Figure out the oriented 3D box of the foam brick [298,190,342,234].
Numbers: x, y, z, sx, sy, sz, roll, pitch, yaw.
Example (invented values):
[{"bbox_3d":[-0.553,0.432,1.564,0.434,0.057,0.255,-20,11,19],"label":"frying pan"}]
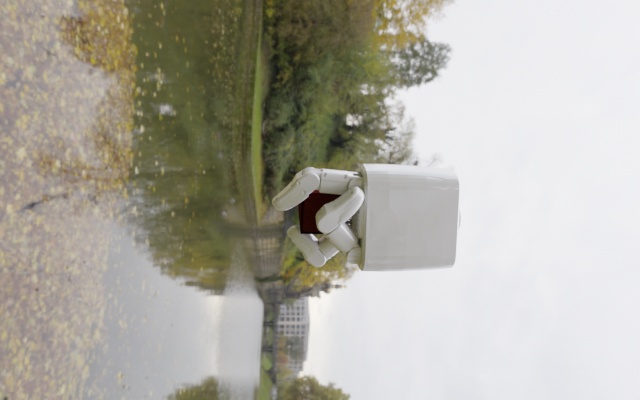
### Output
[{"bbox_3d":[0.000,0.002,0.574,0.051,0.053,0.078,0,23,-5],"label":"foam brick"}]
